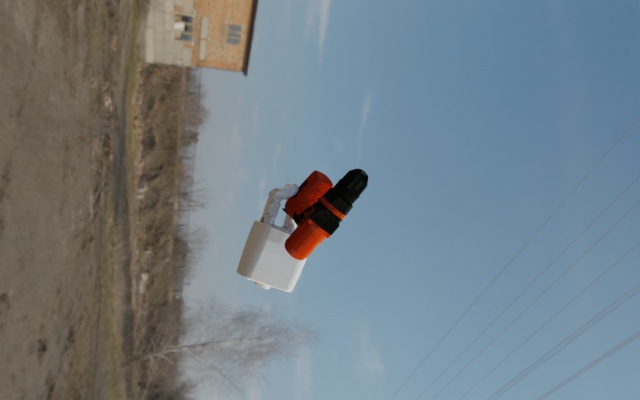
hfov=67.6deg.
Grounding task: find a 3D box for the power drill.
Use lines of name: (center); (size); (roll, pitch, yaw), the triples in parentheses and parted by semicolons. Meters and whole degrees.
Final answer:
power drill: (0.000, 0.003, 0.849); (0.057, 0.184, 0.187); (41, 6, -16)
